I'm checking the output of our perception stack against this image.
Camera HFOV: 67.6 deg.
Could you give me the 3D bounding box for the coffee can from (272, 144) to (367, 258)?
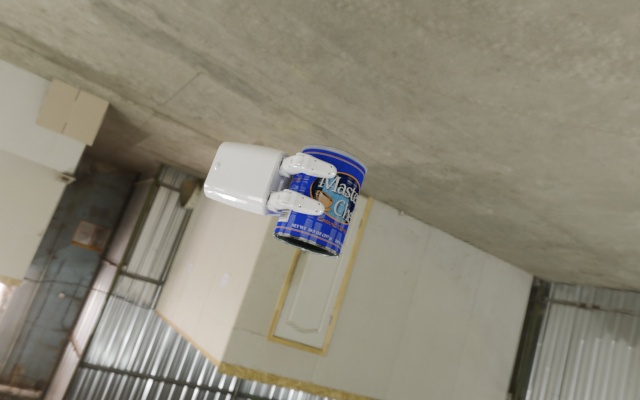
[{"bbox_3d":[0.000,0.002,0.703,0.103,0.140,0.103,18,-13,4],"label":"coffee can"}]
